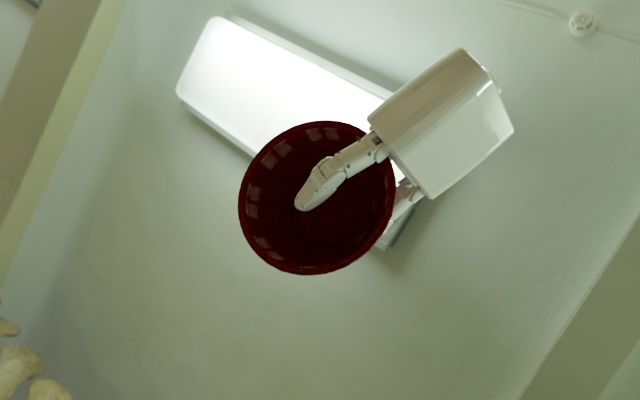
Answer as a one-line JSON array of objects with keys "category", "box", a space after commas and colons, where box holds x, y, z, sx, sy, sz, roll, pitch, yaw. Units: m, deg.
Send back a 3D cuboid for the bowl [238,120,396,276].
[{"category": "bowl", "box": [-0.001, 0.002, 0.487, 0.162, 0.162, 0.055, 0, -20, 18]}]
